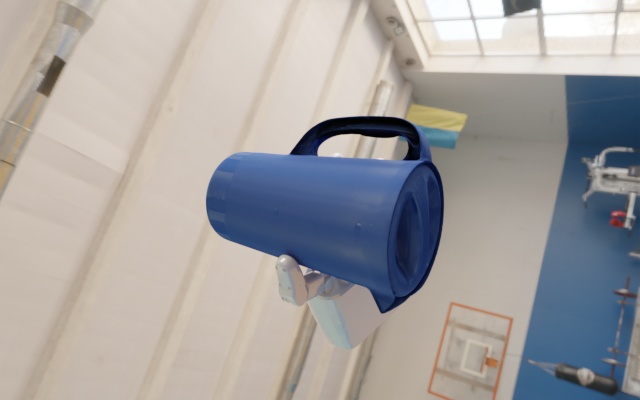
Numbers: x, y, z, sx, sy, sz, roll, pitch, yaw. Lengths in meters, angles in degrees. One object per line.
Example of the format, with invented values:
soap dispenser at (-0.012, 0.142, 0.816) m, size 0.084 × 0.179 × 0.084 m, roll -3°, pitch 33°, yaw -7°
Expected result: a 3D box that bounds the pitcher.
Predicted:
pitcher at (0.000, 0.002, 0.508) m, size 0.243 × 0.145 × 0.149 m, roll 10°, pitch 45°, yaw 32°
